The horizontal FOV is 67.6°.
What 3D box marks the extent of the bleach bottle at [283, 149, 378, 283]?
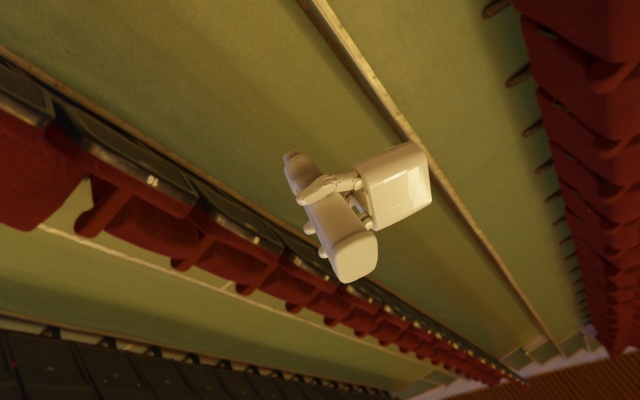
[{"bbox_3d":[0.000,0.003,0.744,0.068,0.250,0.103,-24,-37,-10],"label":"bleach bottle"}]
